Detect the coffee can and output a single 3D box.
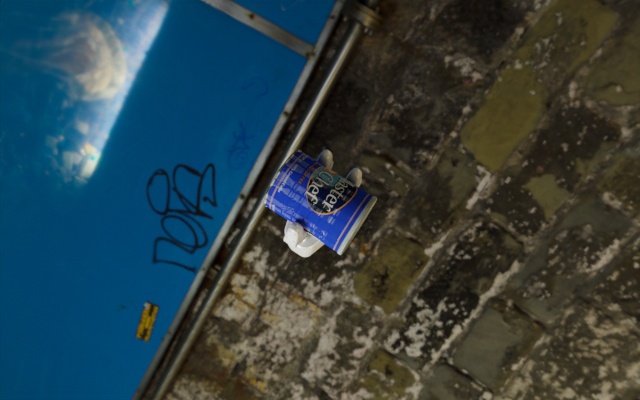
[{"bbox_3d":[0.000,0.002,0.727,0.140,0.103,0.103,33,5,7],"label":"coffee can"}]
